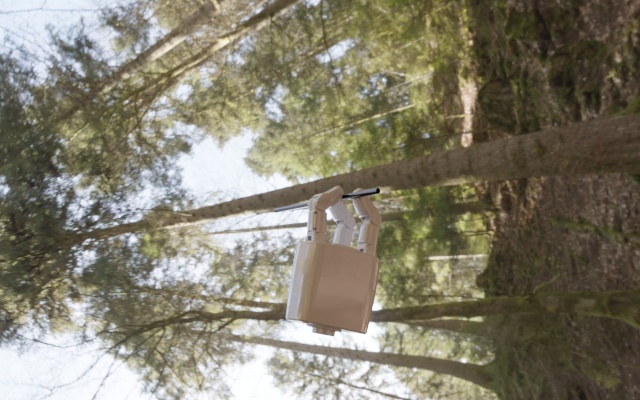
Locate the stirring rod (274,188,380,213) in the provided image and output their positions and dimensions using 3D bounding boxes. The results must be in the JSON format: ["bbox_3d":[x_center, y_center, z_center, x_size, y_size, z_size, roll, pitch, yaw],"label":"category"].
[{"bbox_3d":[0.000,0.002,0.724,0.011,0.011,0.239,0,-7,-40],"label":"stirring rod"}]
